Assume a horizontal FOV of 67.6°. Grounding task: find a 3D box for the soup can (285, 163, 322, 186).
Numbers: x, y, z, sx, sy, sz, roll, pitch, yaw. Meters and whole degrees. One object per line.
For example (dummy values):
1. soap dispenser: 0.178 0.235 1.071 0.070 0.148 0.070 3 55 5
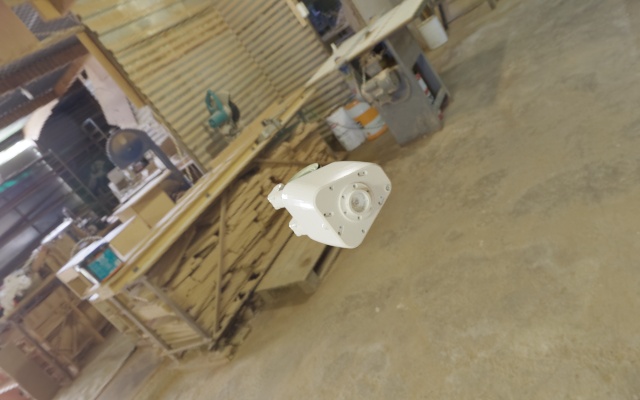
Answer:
1. soup can: 0.000 0.002 0.735 0.068 0.102 0.068 -33 18 13
